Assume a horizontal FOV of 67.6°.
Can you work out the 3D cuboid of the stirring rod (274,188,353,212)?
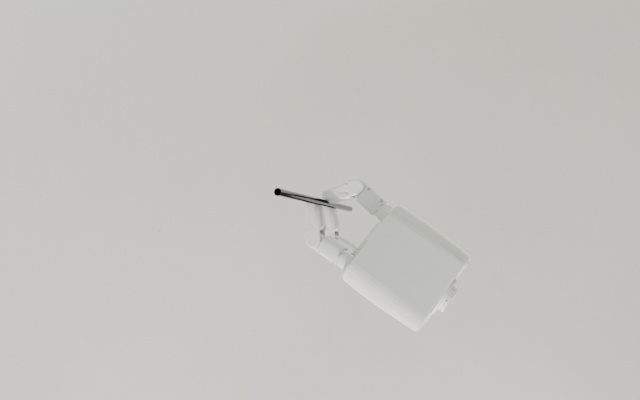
[{"bbox_3d":[0.000,0.002,0.592,0.011,0.011,0.239,0,-5,21],"label":"stirring rod"}]
